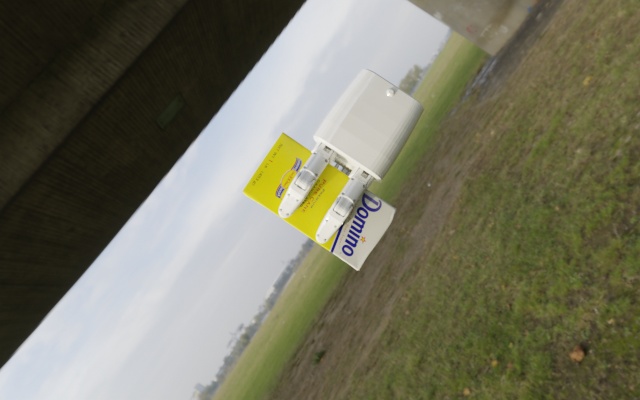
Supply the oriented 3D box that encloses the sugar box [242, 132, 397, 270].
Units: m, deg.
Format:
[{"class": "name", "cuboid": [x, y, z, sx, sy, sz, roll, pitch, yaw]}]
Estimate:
[{"class": "sugar box", "cuboid": [0.000, 0.002, 0.606, 0.176, 0.093, 0.048, 33, -3, 2]}]
